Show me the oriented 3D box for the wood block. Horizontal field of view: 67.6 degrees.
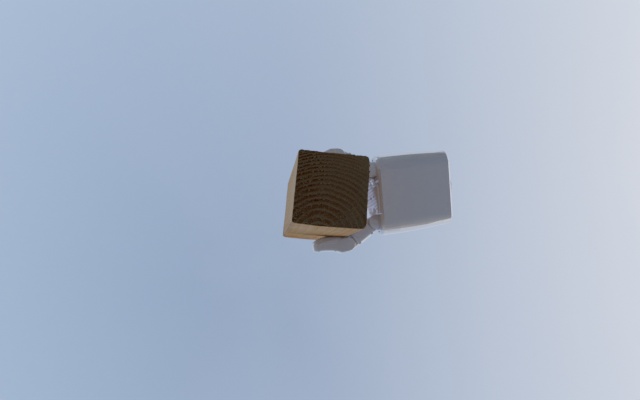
[{"bbox_3d":[0.000,0.003,0.661,0.090,0.091,0.206,5,-10,-6],"label":"wood block"}]
